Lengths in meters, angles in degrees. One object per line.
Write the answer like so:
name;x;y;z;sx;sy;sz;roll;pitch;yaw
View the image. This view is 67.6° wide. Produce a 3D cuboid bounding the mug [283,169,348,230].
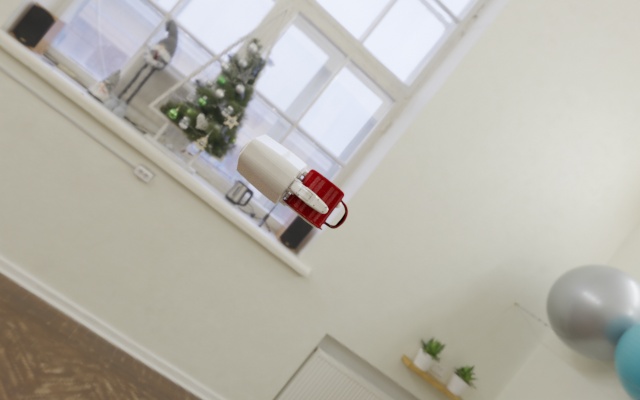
mug;0.001;0.004;0.895;0.117;0.081;0.093;38;0;-3
